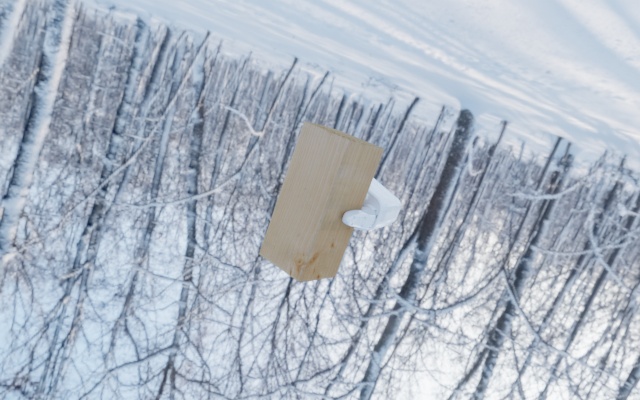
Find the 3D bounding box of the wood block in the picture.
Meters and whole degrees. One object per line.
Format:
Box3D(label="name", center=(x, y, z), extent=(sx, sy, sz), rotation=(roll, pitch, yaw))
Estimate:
Box3D(label="wood block", center=(0.001, 0.003, 0.691), extent=(0.090, 0.206, 0.090), rotation=(28, 14, 35))
